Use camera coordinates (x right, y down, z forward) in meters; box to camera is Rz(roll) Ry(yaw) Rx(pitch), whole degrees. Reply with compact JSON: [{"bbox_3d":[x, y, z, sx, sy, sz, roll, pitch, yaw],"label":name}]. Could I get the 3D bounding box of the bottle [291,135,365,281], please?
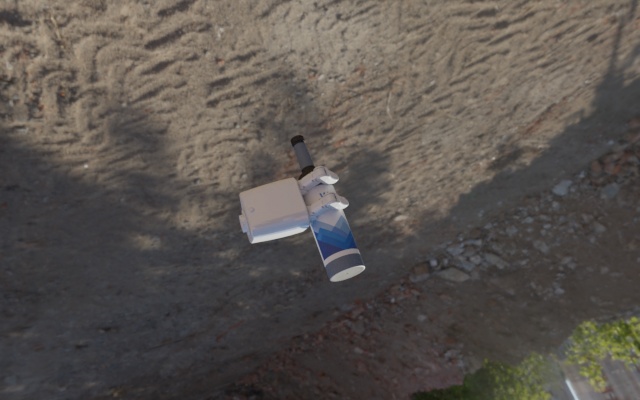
[{"bbox_3d":[0.000,0.003,0.898,0.069,0.295,0.069,-17,-24,-8],"label":"bottle"}]
